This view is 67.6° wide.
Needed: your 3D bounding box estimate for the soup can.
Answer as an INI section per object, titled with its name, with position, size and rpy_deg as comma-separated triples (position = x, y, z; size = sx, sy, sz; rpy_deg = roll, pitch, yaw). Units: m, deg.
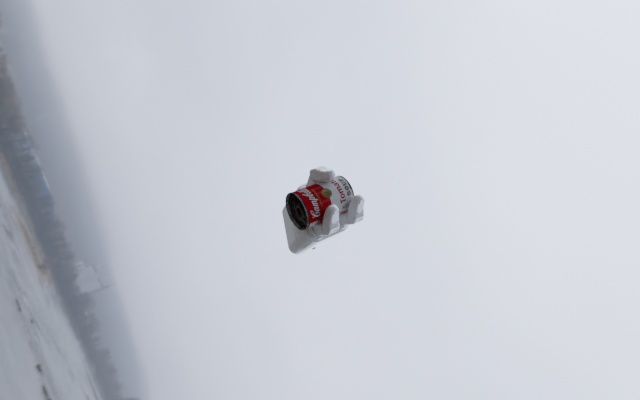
[soup can]
position = 0.000, 0.002, 0.827
size = 0.102, 0.068, 0.068
rpy_deg = -22, 11, -29
